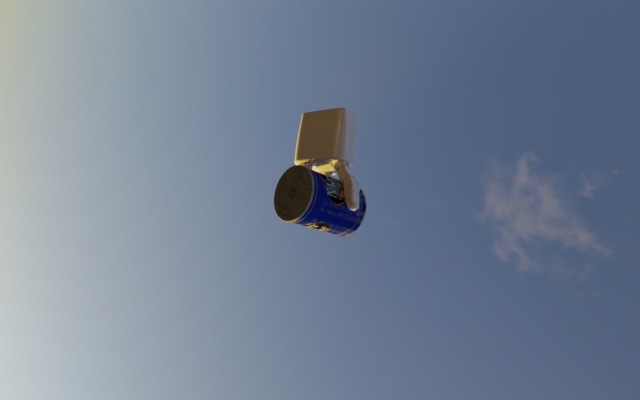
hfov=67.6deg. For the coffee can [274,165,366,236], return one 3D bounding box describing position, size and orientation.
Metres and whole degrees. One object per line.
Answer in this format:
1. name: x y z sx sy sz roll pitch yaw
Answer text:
1. coffee can: 0.000 0.003 0.878 0.140 0.103 0.103 18 -12 -41
